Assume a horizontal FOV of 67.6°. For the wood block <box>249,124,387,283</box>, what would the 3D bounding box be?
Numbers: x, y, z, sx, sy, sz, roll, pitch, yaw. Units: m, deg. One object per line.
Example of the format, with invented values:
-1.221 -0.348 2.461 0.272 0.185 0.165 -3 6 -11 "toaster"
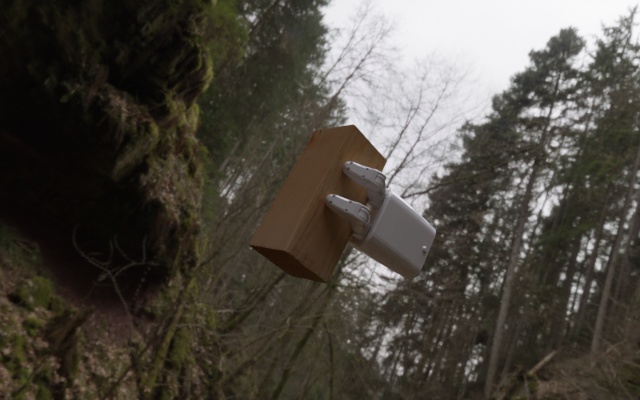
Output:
0.000 0.002 0.685 0.091 0.206 0.090 0 -34 51 "wood block"
